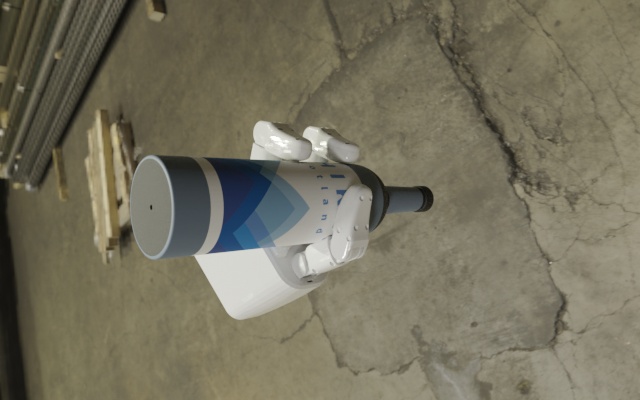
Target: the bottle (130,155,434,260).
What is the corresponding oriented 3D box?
[{"bbox_3d":[0.000,0.001,0.401,0.296,0.069,0.069,-2,1,-43],"label":"bottle"}]
